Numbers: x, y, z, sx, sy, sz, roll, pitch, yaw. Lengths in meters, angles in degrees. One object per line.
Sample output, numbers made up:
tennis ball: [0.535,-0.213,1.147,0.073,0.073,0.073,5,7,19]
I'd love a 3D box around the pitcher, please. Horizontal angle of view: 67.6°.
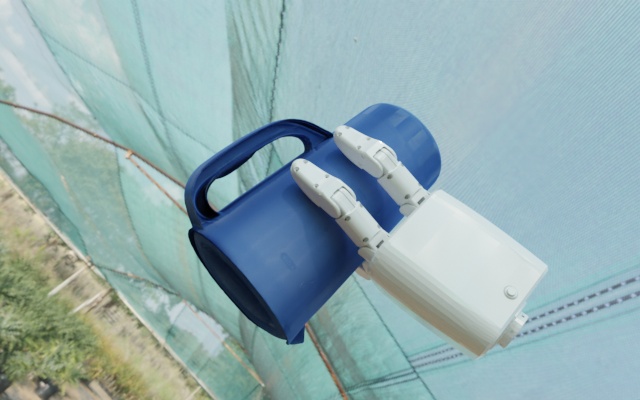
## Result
pitcher: [0.000,0.002,0.460,0.145,0.242,0.149,38,-26,23]
